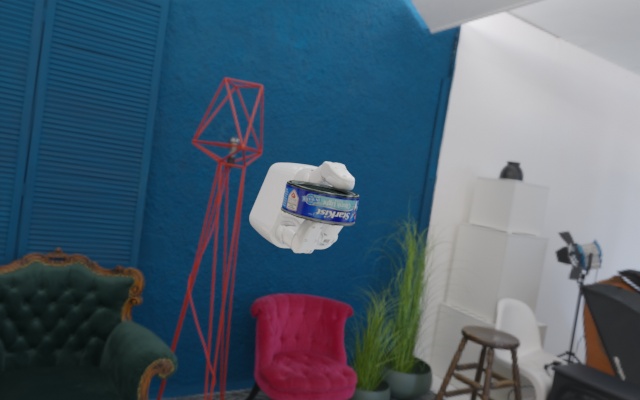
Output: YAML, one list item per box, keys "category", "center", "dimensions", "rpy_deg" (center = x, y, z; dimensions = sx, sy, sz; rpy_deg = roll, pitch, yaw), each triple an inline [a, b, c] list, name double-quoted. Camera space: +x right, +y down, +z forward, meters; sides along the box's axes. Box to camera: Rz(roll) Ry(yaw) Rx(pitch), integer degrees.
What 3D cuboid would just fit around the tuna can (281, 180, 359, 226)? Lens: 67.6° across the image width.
- category: "tuna can"
  center: [0.000, 0.001, 0.539]
  dimensions: [0.086, 0.034, 0.086]
  rpy_deg: [11, 7, -1]
